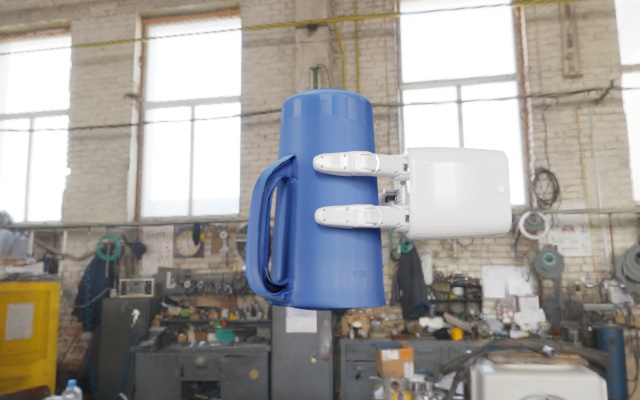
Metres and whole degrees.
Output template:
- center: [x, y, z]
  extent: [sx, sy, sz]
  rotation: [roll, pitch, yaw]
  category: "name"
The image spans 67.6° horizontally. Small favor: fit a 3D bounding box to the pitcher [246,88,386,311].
- center: [0.000, 0.002, 0.543]
  extent: [0.145, 0.243, 0.149]
  rotation: [0, -8, 2]
  category: "pitcher"
